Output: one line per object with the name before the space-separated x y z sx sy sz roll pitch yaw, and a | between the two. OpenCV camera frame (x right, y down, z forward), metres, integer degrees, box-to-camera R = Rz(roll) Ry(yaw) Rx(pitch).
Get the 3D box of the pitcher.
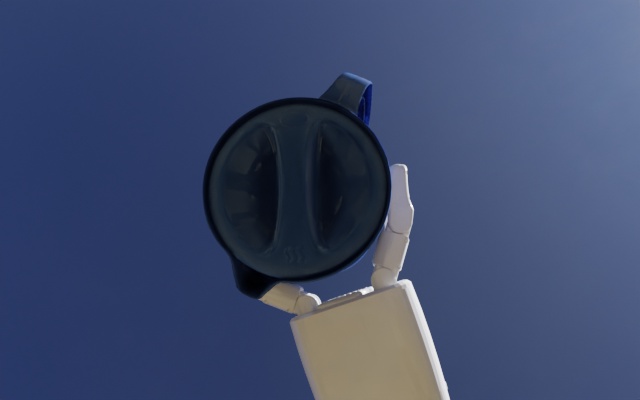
pitcher | 0.000 0.002 0.443 0.149 0.145 0.243 -21 -12 2
